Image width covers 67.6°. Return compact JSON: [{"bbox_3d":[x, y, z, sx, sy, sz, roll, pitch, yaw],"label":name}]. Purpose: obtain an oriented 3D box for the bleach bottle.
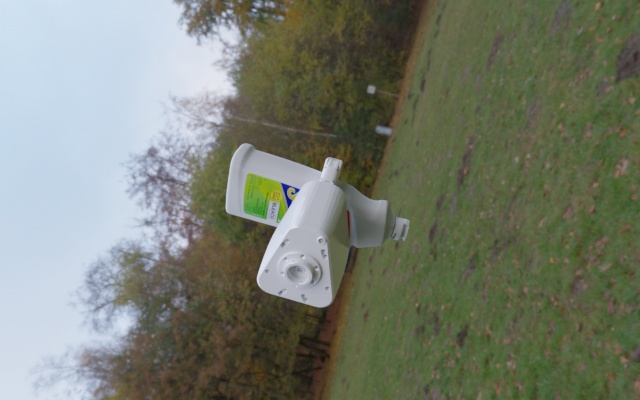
[{"bbox_3d":[0.000,0.002,0.661,0.251,0.103,0.068,15,30,3],"label":"bleach bottle"}]
